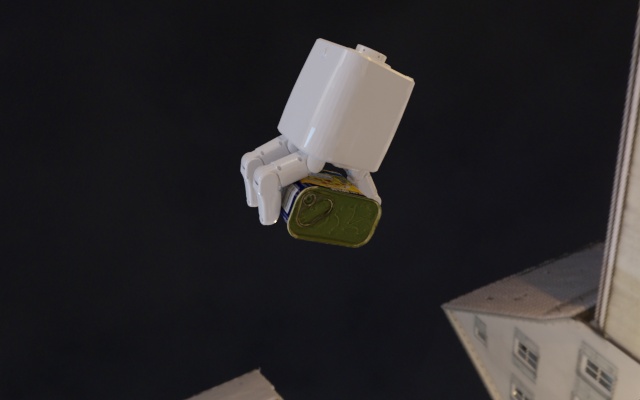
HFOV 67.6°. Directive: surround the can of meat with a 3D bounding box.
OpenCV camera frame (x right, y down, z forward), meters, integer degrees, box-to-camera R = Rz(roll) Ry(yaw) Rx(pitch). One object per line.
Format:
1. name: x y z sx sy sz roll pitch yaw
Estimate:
1. can of meat: 0.000 0.002 0.514 0.102 0.057 0.084 11 19 -30
